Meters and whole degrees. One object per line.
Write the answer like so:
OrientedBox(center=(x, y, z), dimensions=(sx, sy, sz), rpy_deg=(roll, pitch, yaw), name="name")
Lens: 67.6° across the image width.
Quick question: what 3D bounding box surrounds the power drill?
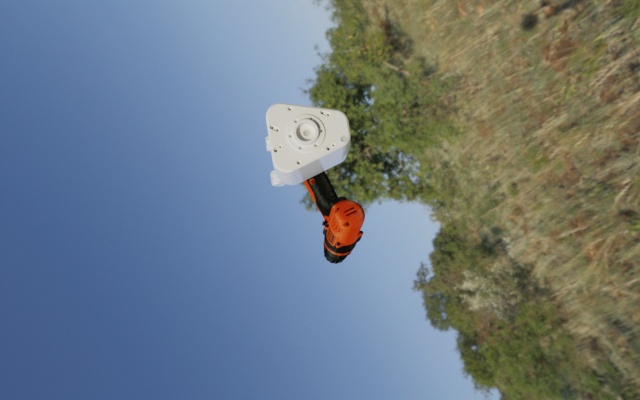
OrientedBox(center=(0.000, 0.002, 0.777), dimensions=(0.057, 0.187, 0.184), rpy_deg=(-27, -20, -20), name="power drill")
